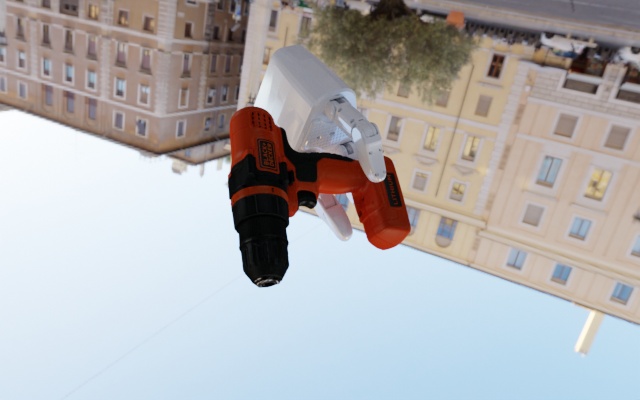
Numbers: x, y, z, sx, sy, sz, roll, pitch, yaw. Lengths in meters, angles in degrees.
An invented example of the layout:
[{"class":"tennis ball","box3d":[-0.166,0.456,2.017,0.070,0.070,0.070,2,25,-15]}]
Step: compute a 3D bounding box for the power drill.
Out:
[{"class":"power drill","box3d":[0.000,0.001,0.474,0.188,0.184,0.057,11,-34,-33]}]
